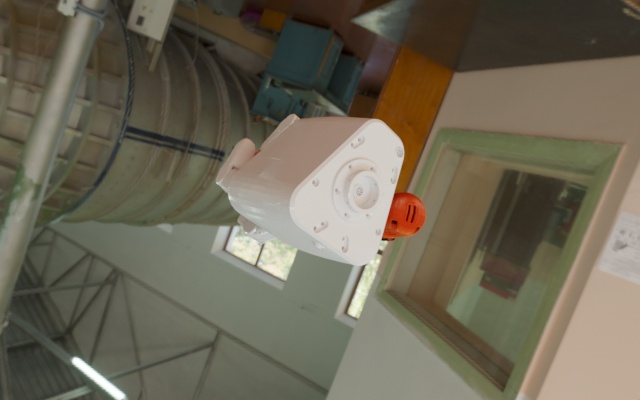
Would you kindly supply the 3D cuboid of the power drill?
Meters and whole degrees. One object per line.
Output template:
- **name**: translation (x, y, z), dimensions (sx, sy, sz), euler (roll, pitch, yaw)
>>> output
- **power drill**: translation (0.000, 0.002, 0.543), dimensions (0.187, 0.057, 0.184), euler (14, -10, -17)
